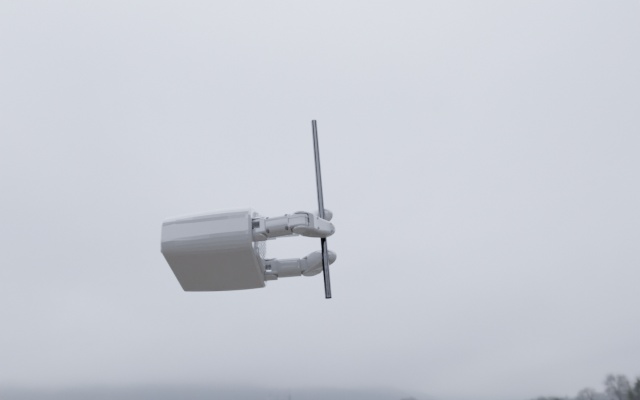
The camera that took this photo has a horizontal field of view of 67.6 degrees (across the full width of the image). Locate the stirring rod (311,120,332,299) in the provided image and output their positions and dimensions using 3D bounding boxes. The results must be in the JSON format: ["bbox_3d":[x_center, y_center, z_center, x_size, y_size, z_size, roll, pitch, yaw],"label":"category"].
[{"bbox_3d":[0.000,0.002,0.591,0.011,0.239,0.011,-4,-25,-2],"label":"stirring rod"}]
